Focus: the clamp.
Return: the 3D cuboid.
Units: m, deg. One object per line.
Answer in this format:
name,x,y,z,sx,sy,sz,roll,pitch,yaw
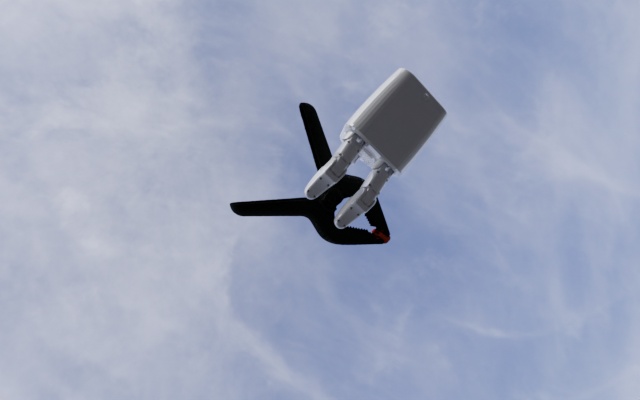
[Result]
clamp,0.000,0.002,0.621,0.210,0.164,0.036,42,-2,-17
